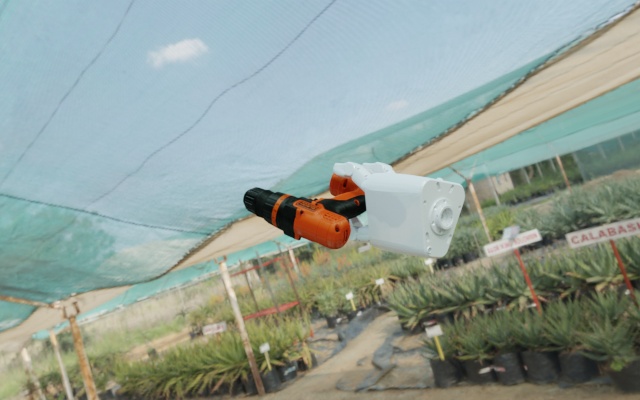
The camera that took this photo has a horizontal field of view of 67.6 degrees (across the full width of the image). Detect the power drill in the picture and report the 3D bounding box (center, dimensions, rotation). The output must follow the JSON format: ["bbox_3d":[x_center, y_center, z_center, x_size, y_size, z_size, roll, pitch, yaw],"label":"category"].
[{"bbox_3d":[0.001,0.002,0.738,0.184,0.057,0.187,22,31,30],"label":"power drill"}]
